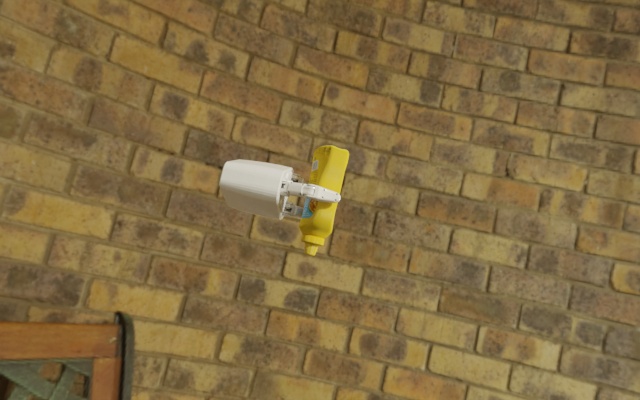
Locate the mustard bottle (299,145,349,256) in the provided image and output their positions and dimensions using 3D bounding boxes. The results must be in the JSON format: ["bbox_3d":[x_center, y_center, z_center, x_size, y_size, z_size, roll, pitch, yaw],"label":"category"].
[{"bbox_3d":[0.001,0.003,0.851,0.058,0.191,0.096,15,-8,-19],"label":"mustard bottle"}]
